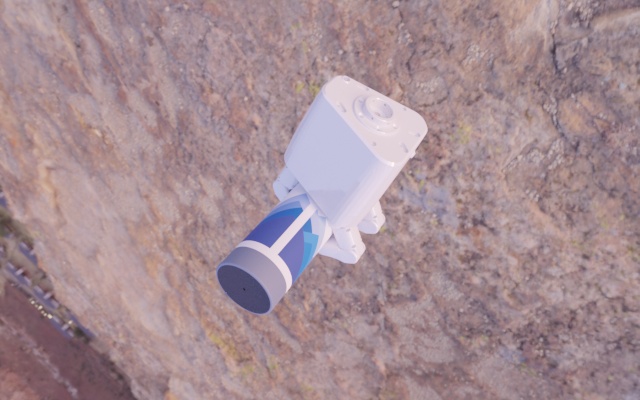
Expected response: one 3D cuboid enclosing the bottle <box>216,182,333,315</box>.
[{"bbox_3d":[0.000,0.002,0.549,0.069,0.069,0.295,0,34,37],"label":"bottle"}]
